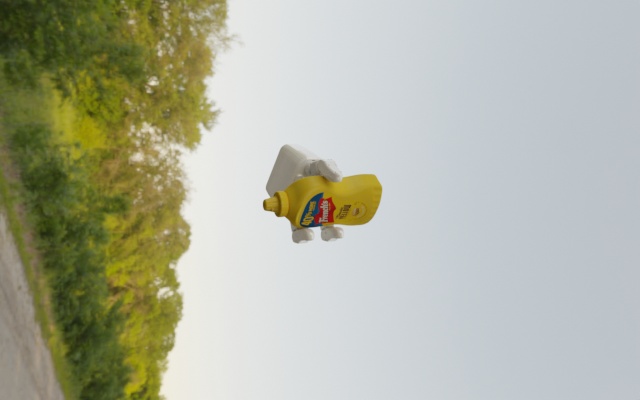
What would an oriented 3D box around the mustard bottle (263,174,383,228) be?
[{"bbox_3d":[0.000,0.003,0.772,0.191,0.058,0.096,-2,-43,-24],"label":"mustard bottle"}]
